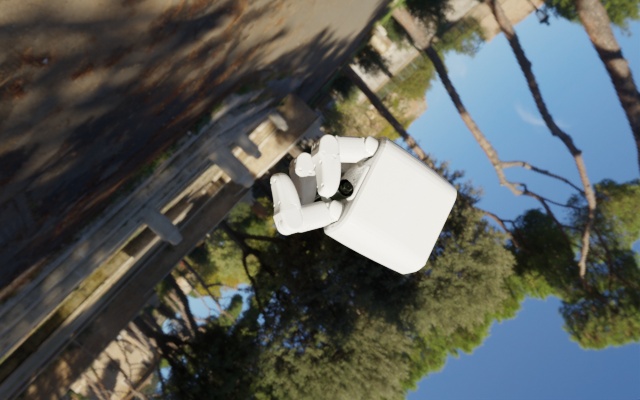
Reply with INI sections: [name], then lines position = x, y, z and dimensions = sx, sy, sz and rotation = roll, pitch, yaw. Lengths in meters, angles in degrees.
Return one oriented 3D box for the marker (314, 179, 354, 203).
[marker]
position = 0.000, 0.002, 0.512
dimensions = 0.020, 0.020, 0.121
rotation = 0, -15, -28
